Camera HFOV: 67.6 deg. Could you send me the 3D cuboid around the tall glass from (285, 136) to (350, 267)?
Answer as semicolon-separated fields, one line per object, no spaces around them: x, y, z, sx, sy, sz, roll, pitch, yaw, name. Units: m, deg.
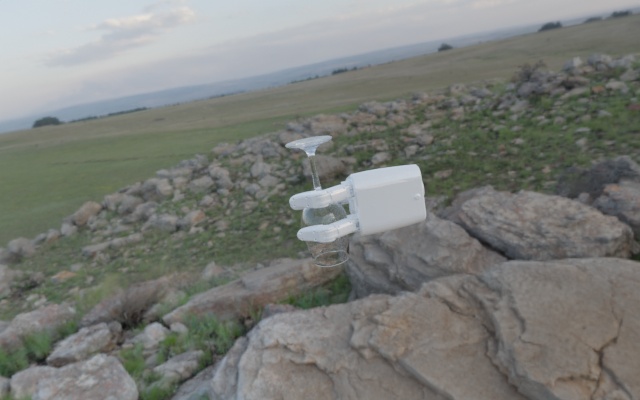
0.000;0.002;0.765;0.079;0.201;0.079;-10;16;3;tall glass
